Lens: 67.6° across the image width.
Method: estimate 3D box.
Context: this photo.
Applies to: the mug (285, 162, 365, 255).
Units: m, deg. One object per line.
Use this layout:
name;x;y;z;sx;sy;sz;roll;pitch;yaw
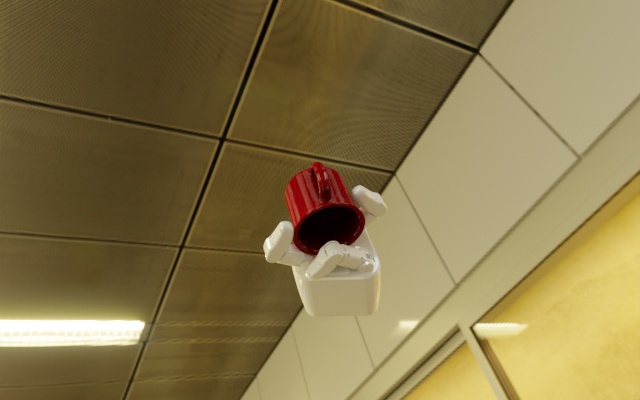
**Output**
mug;0.000;0.001;0.606;0.093;0.117;0.081;-14;46;-7
